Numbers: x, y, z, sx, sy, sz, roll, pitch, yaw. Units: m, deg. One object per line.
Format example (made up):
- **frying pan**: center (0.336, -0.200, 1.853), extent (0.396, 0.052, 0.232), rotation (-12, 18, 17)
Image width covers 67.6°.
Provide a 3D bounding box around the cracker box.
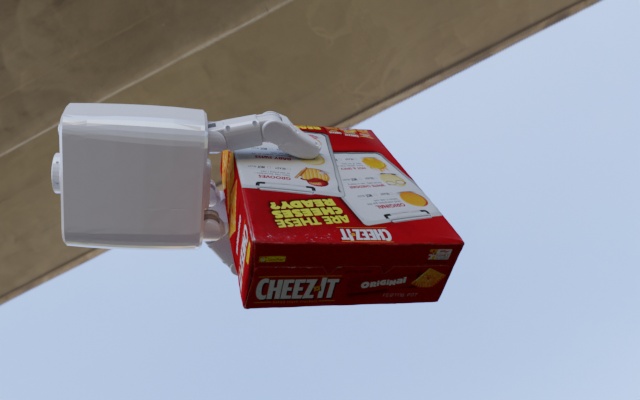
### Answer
- **cracker box**: center (0.000, 0.001, 0.434), extent (0.164, 0.072, 0.213), rotation (2, 31, -18)
